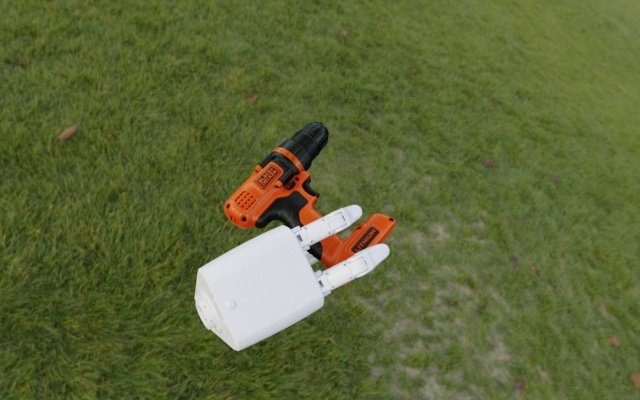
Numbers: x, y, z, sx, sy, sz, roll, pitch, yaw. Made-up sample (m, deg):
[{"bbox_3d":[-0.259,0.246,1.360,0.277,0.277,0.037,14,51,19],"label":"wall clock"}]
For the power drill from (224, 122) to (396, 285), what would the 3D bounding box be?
[{"bbox_3d":[0.000,0.002,0.614,0.187,0.184,0.057,37,-21,12],"label":"power drill"}]
